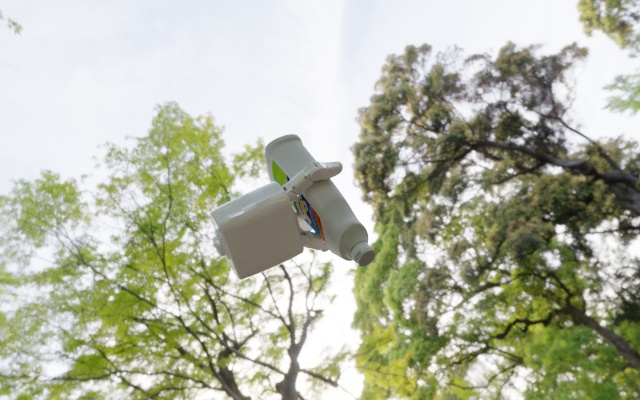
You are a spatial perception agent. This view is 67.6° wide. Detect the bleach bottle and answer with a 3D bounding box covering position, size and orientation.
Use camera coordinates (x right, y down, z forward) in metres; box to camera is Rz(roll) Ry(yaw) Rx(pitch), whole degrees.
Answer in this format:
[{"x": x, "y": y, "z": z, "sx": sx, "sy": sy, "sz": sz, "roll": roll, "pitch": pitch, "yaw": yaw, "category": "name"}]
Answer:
[{"x": 0.000, "y": 0.002, "z": 0.724, "sx": 0.068, "sy": 0.103, "sz": 0.250, "roll": -24, "pitch": 46, "yaw": -19, "category": "bleach bottle"}]
